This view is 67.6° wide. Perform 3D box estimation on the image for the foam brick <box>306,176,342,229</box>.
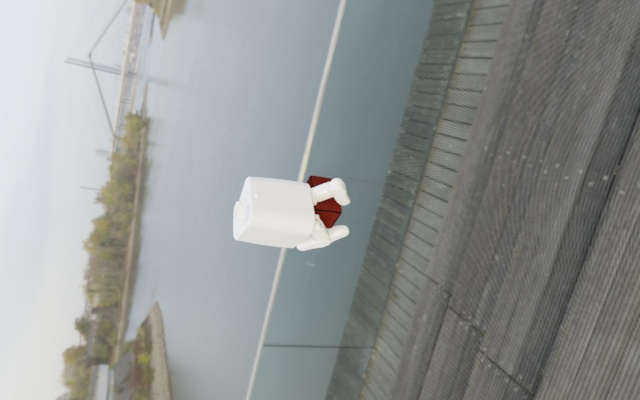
[{"bbox_3d":[0.000,0.003,0.844,0.051,0.078,0.053,8,-40,-21],"label":"foam brick"}]
